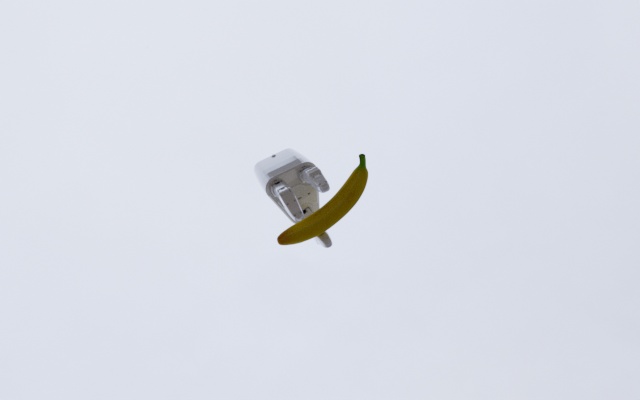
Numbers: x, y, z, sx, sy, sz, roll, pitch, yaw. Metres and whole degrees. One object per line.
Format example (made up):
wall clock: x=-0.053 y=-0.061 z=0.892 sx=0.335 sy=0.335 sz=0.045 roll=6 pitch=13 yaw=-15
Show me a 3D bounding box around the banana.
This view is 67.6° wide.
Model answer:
banana: x=0.014 y=0.010 z=0.779 sx=0.070 sy=0.198 sz=0.037 roll=41 pitch=5 yaw=-36
